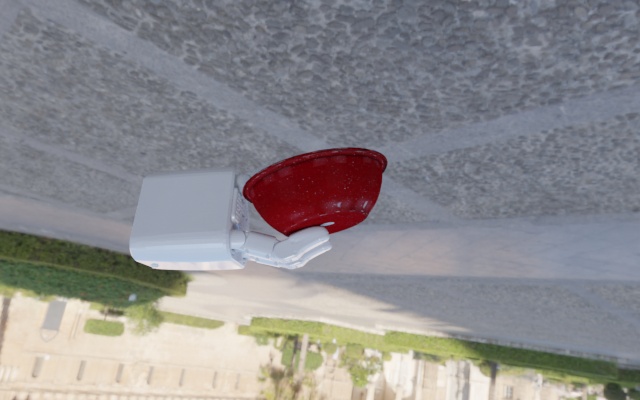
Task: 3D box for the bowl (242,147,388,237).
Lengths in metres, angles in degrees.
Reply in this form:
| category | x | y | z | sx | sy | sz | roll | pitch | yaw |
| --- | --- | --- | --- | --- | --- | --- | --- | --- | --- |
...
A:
| category | x | y | z | sx | sy | sz | roll | pitch | yaw |
| --- | --- | --- | --- | --- | --- | --- | --- | --- | --- |
| bowl | 0.001 | 0.002 | 0.515 | 0.162 | 0.055 | 0.162 | -12 | -17 | -4 |
